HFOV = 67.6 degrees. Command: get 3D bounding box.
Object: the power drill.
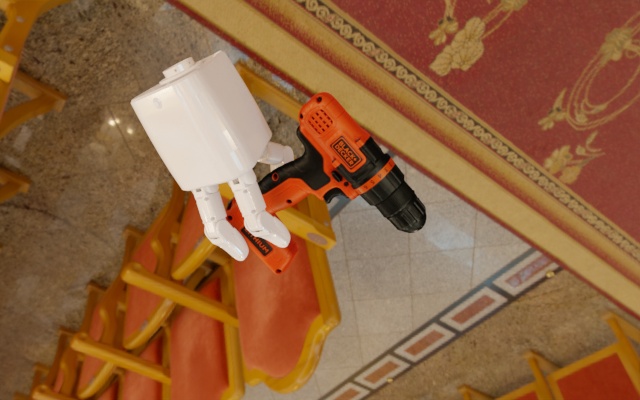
[{"bbox_3d":[0.000,0.002,0.539,0.188,0.184,0.057,-39,6,20],"label":"power drill"}]
